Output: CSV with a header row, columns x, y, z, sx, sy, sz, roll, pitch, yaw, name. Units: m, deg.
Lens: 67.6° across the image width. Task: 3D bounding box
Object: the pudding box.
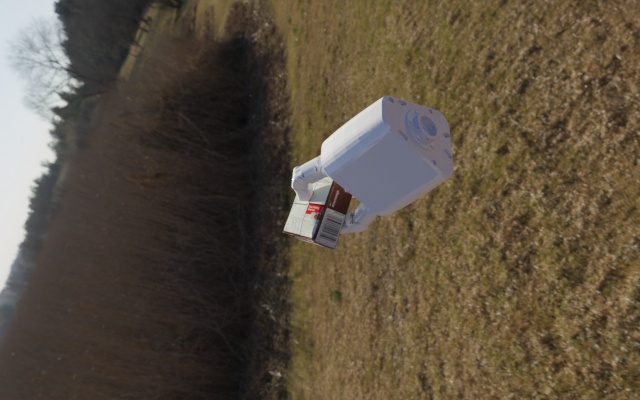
x,y,z,sx,sy,sz,roll,pitch,yaw,name
0.000,0.002,0.642,0.039,0.113,0.090,25,-9,-29,pudding box
